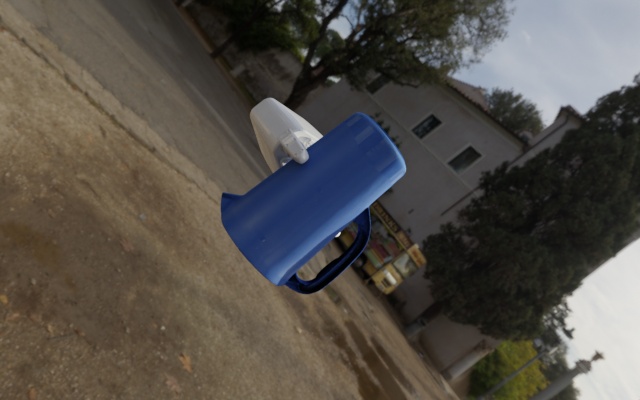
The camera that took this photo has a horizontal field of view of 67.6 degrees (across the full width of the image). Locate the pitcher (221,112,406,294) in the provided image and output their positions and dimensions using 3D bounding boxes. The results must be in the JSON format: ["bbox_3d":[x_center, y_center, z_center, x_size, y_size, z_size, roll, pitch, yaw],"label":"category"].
[{"bbox_3d":[0.000,0.002,0.655,0.145,0.243,0.149,52,2,40],"label":"pitcher"}]
